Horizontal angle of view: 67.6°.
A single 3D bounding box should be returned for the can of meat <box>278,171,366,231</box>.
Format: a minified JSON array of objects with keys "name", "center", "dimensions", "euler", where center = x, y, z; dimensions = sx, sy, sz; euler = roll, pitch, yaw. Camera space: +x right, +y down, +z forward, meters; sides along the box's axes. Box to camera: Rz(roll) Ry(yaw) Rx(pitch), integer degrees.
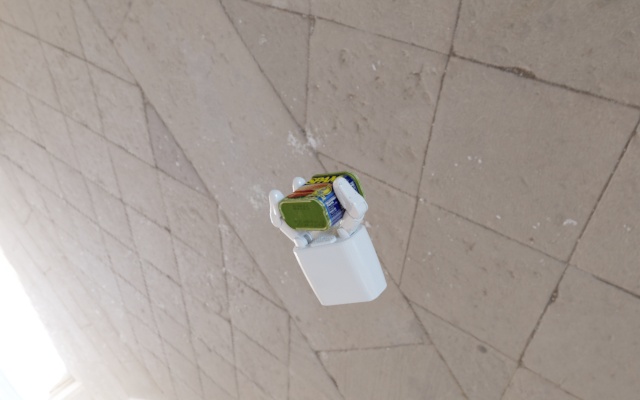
[{"name":"can of meat","center":[0.000,0.002,0.704],"dimensions":[0.102,0.057,0.084],"euler":[-3,26,46]}]
